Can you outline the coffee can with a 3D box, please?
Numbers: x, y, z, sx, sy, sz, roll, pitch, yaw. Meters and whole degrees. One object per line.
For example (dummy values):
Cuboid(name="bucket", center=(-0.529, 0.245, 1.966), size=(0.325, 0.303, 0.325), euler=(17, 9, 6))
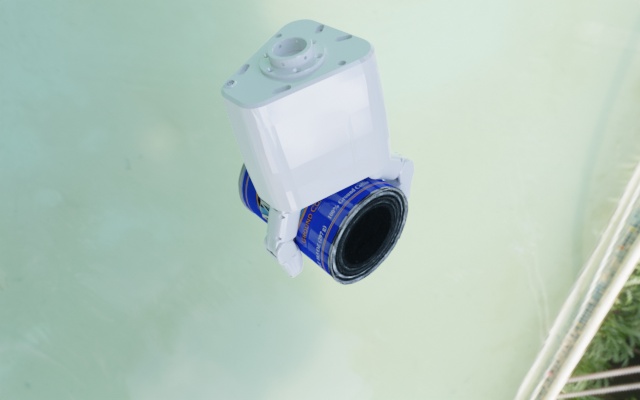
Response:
Cuboid(name="coffee can", center=(0.000, 0.002, 0.474), size=(0.140, 0.103, 0.103), euler=(35, 22, 36))
